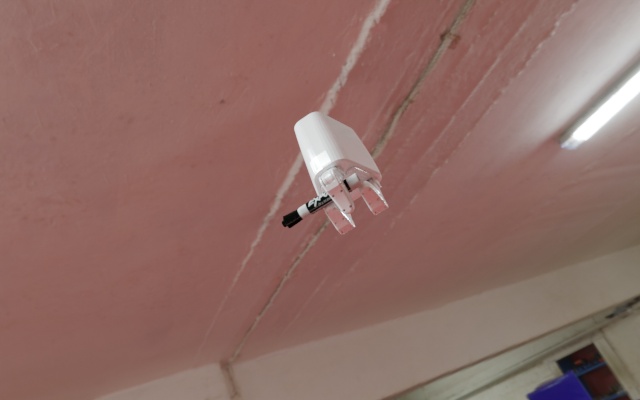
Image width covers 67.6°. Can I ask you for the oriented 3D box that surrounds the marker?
[{"bbox_3d":[0.000,0.002,0.638,0.121,0.020,0.020,-31,-7,11],"label":"marker"}]
